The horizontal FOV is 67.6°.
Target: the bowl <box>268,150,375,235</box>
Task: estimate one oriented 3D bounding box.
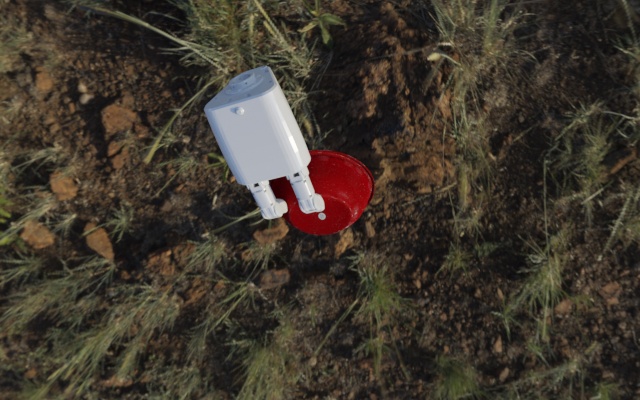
[{"bbox_3d":[0.001,0.003,0.701,0.162,0.055,0.162,1,-41,0],"label":"bowl"}]
